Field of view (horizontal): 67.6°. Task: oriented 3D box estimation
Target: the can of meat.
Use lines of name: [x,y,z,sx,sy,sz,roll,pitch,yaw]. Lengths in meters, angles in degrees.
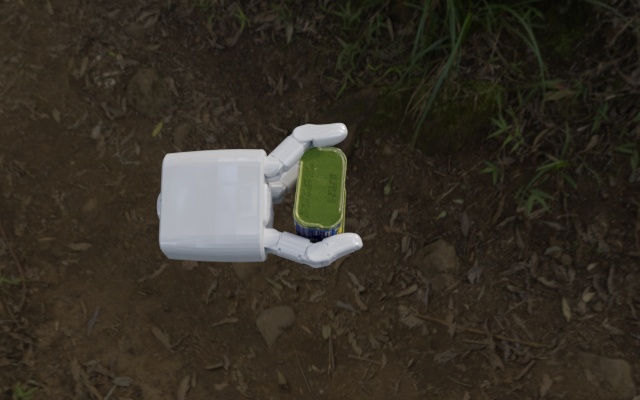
can of meat: [0.000,0.002,0.534,0.057,0.102,0.084,4,-25,2]
